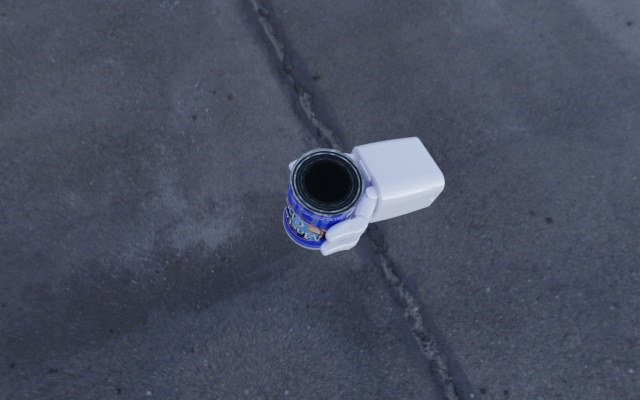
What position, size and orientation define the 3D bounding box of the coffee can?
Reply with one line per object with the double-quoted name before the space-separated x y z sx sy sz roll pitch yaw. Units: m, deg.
"coffee can" 0.000 0.002 0.706 0.103 0.102 0.140 0 -24 -9
